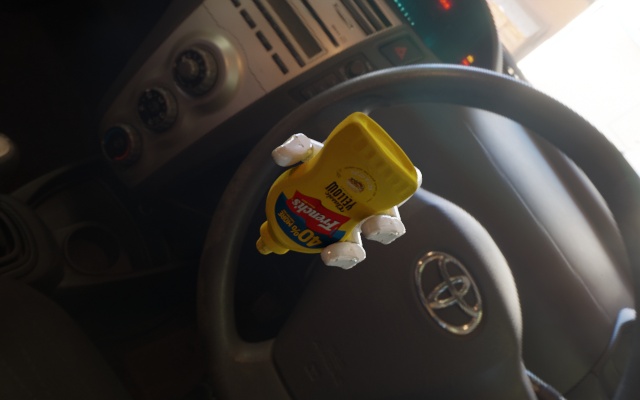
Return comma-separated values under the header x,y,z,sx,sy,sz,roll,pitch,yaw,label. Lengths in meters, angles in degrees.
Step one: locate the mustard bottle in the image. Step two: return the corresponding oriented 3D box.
x,y,z,sx,sy,sz,roll,pitch,yaw,label
0.000,0.002,0.499,0.192,0.096,0.058,-38,18,28,mustard bottle
